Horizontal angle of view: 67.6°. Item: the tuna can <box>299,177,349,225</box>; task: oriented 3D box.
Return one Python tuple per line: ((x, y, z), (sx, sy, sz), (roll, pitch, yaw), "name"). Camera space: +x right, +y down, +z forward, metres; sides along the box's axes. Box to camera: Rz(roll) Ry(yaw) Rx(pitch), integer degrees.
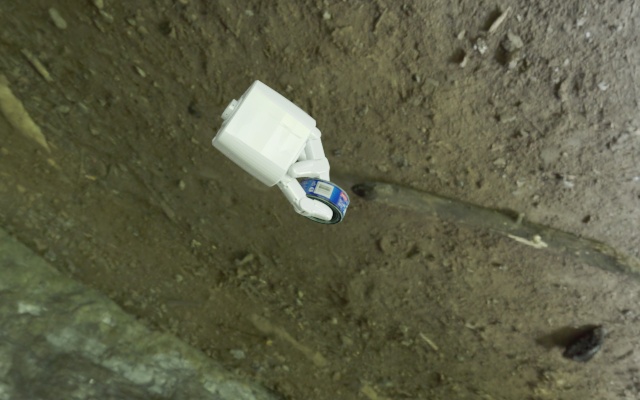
((0.000, 0.003, 0.752), (0.086, 0.033, 0.086), (16, -28, 9), "tuna can")
